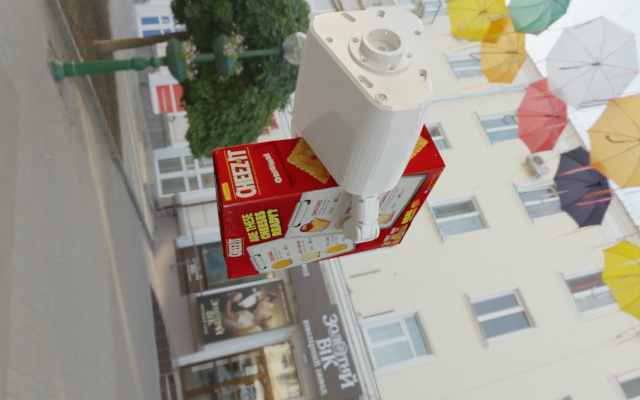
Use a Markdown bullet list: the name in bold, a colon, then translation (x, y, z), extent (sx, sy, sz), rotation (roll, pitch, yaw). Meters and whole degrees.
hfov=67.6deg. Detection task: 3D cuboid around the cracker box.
- **cracker box**: translation (0.000, 0.002, 0.506), extent (0.213, 0.072, 0.164), rotation (-10, -30, -15)
